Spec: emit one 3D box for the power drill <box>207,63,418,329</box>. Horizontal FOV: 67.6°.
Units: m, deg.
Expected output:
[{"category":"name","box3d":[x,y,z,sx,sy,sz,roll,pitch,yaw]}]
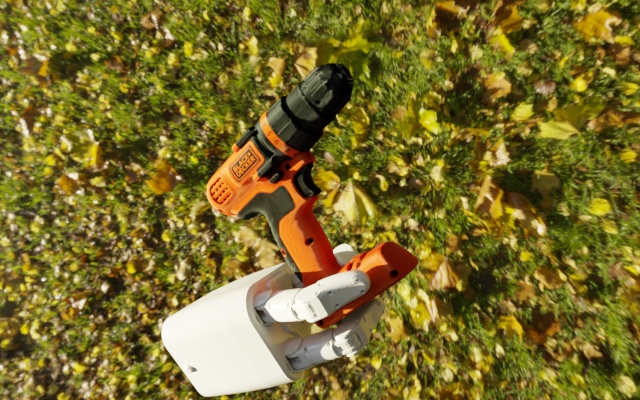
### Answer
[{"category":"power drill","box3d":[0.000,0.002,0.421,0.184,0.187,0.057,-42,-13,30]}]
